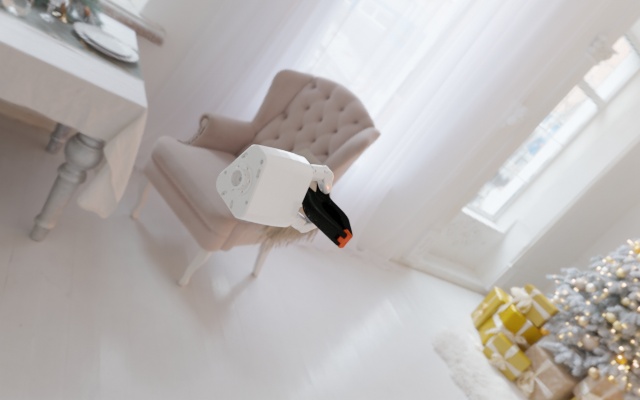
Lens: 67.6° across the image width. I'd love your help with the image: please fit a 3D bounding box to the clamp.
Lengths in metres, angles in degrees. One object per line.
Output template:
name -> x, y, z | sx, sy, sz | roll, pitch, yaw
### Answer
clamp -> 0.001, 0.002, 0.848 | 0.164, 0.036, 0.210 | 12, 32, -51
